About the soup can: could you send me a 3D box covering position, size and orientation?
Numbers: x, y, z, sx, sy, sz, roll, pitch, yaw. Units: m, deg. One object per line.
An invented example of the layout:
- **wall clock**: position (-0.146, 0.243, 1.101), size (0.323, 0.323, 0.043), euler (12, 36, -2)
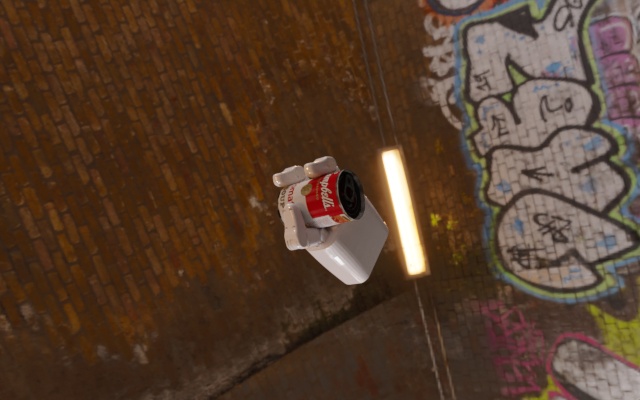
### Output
- **soup can**: position (0.000, 0.002, 0.648), size (0.102, 0.068, 0.068), euler (-14, -8, 33)
